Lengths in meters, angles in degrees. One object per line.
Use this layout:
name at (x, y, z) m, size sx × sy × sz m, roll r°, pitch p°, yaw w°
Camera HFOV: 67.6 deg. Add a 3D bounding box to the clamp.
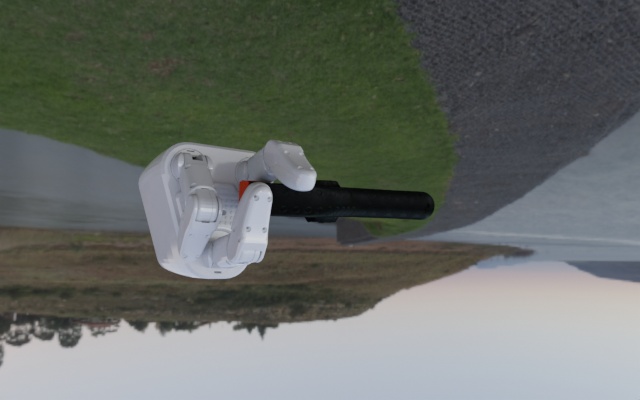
clamp at (0.000, 0.002, 0.419) m, size 0.171 × 0.039 × 0.120 m, roll 5°, pitch -8°, yaw -32°
